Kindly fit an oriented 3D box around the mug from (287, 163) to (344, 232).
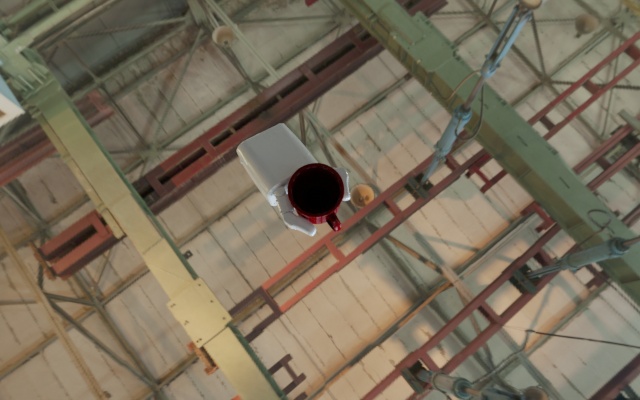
[{"bbox_3d":[0.001,0.004,0.811,0.093,0.117,0.081,-34,-14,-8],"label":"mug"}]
